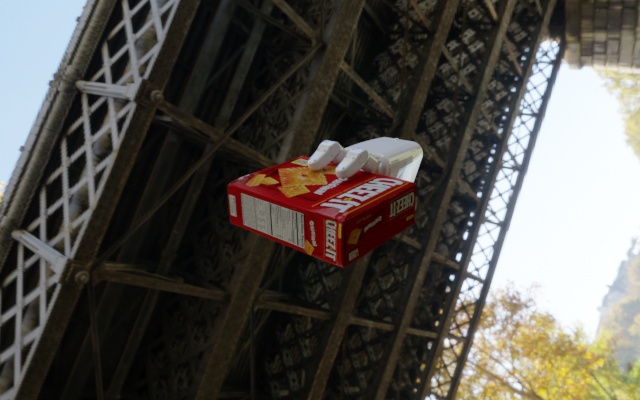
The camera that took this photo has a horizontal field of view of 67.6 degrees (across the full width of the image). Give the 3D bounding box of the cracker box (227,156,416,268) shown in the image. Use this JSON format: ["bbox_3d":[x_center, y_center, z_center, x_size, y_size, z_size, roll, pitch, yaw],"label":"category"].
[{"bbox_3d":[0.000,0.002,0.670,0.213,0.072,0.164,16,29,38],"label":"cracker box"}]
